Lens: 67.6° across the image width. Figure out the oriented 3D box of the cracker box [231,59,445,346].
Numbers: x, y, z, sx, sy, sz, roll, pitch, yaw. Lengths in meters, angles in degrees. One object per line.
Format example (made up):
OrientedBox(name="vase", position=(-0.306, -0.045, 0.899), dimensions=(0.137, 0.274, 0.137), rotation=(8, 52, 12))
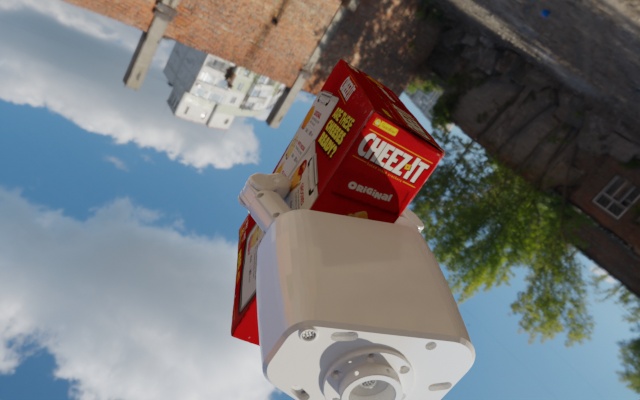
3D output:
OrientedBox(name="cracker box", position=(0.000, 0.001, 0.421), dimensions=(0.072, 0.214, 0.164), rotation=(26, 22, -19))
